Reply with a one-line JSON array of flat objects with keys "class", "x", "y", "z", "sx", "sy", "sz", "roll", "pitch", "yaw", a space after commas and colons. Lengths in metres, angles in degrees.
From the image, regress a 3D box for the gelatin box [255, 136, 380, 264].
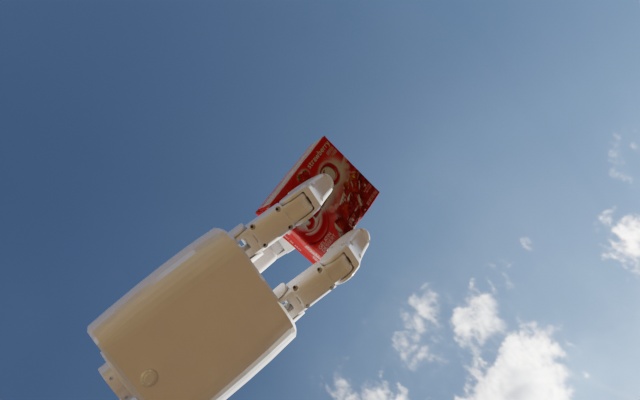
[{"class": "gelatin box", "x": 0.000, "y": 0.001, "z": 0.410, "sx": 0.073, "sy": 0.089, "sz": 0.030, "roll": 44, "pitch": -29, "yaw": -14}]
